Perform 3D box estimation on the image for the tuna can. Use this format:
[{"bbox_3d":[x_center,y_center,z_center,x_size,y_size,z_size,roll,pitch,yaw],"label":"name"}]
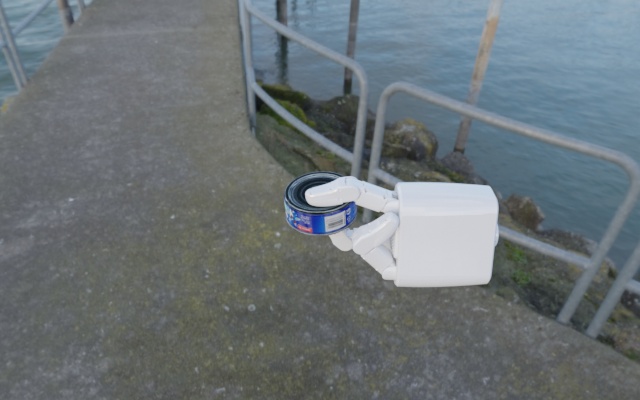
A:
[{"bbox_3d":[0.000,0.001,0.561,0.086,0.034,0.086,-3,37,2],"label":"tuna can"}]
